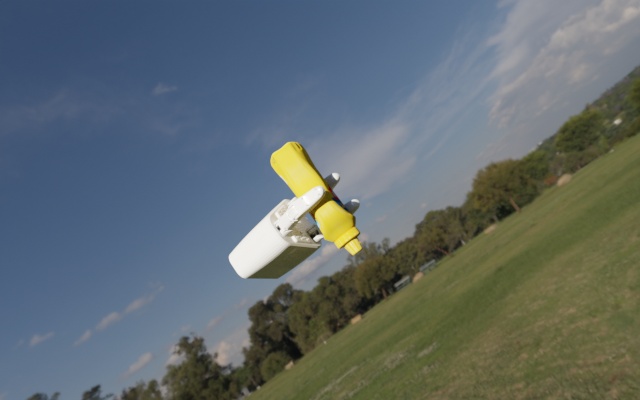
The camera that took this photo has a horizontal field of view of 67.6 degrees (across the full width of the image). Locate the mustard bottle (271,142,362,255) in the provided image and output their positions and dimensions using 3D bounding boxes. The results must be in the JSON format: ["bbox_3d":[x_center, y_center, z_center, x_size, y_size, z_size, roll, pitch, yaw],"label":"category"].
[{"bbox_3d":[0.000,0.002,0.734,0.058,0.191,0.096,-36,-11,0],"label":"mustard bottle"}]
